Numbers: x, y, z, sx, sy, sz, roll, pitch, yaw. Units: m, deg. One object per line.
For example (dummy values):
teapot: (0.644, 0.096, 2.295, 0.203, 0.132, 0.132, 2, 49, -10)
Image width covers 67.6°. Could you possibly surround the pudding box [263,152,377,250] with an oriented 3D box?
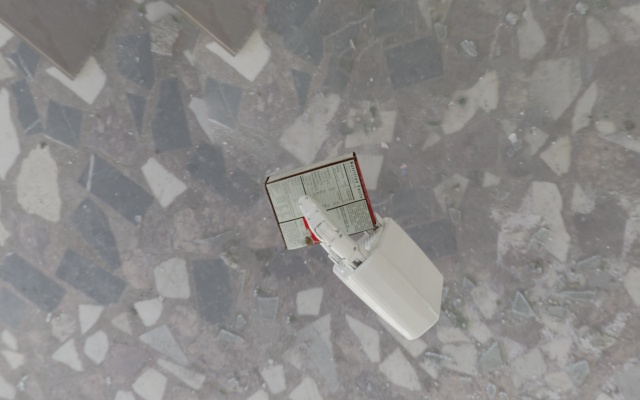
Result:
pudding box: (0.000, 0.002, 0.562, 0.113, 0.090, 0.039, -16, 13, 6)
